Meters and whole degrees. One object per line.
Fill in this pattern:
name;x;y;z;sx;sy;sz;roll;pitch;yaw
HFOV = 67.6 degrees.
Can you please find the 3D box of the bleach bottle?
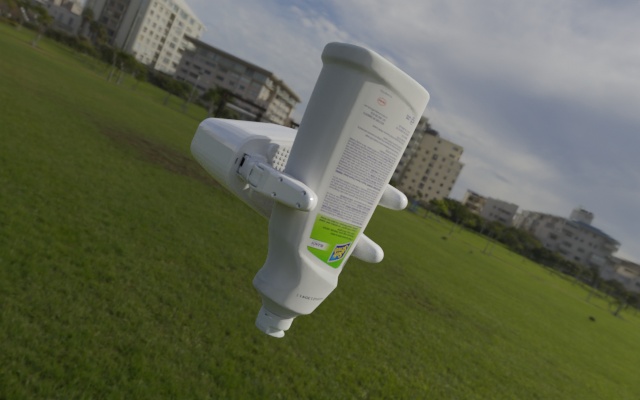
bleach bottle;0.000;0.001;0.417;0.102;0.251;0.068;21;7;-40
